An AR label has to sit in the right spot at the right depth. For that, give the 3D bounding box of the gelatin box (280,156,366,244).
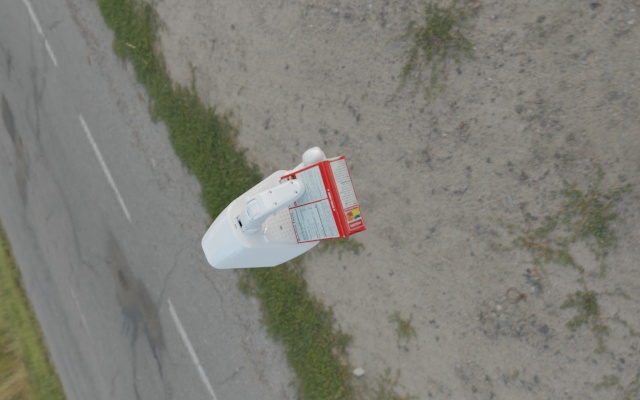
[{"bbox_3d":[0.000,0.002,0.471,0.030,0.073,0.089,-17,1,-33],"label":"gelatin box"}]
